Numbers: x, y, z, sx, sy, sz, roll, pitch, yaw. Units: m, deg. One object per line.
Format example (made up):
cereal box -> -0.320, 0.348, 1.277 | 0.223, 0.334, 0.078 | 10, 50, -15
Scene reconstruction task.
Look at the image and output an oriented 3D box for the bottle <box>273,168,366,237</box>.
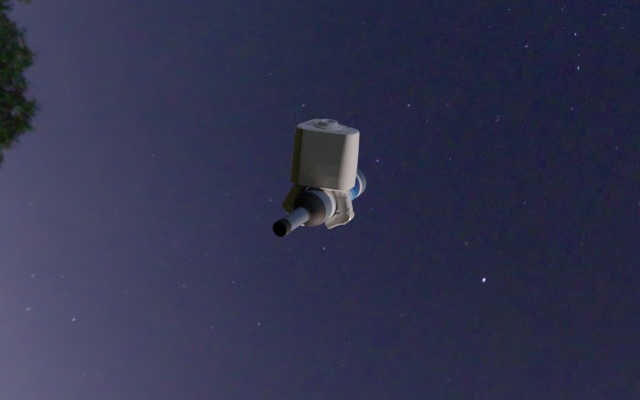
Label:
bottle -> 0.000, 0.003, 0.889 | 0.069, 0.069, 0.295 | 0, 17, 28
